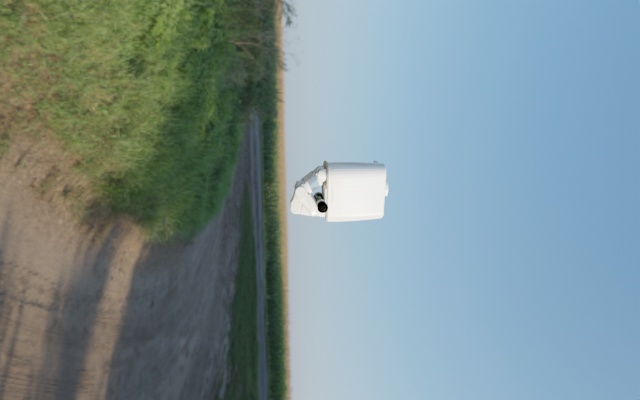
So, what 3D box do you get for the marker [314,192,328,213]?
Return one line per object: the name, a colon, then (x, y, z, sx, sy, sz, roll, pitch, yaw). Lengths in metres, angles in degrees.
marker: (0.000, 0.003, 0.861, 0.020, 0.020, 0.121, 0, 10, -4)
